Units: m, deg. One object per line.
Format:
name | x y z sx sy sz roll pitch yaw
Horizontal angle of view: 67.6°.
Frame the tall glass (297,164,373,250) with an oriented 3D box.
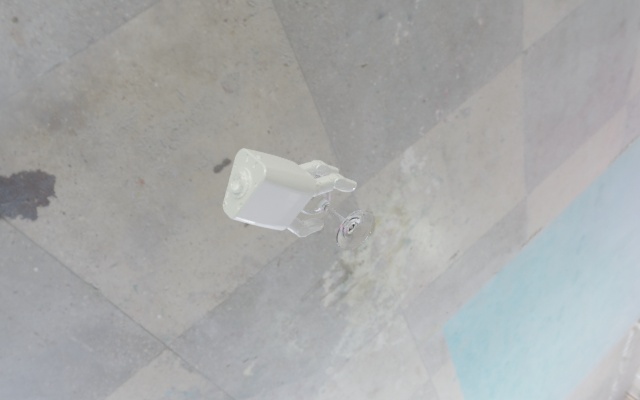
tall glass | 0.001 0.003 0.843 0.079 0.079 0.201 0 27 -39
